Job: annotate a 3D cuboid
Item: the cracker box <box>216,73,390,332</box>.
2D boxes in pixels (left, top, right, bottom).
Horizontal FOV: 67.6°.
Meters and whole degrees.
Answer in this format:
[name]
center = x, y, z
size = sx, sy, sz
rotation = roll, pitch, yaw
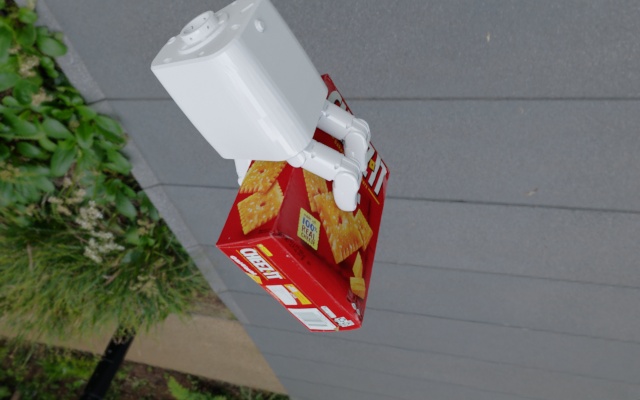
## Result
[cracker box]
center = 0.000, 0.002, 0.494
size = 0.072, 0.213, 0.164
rotation = -11, -45, 31
